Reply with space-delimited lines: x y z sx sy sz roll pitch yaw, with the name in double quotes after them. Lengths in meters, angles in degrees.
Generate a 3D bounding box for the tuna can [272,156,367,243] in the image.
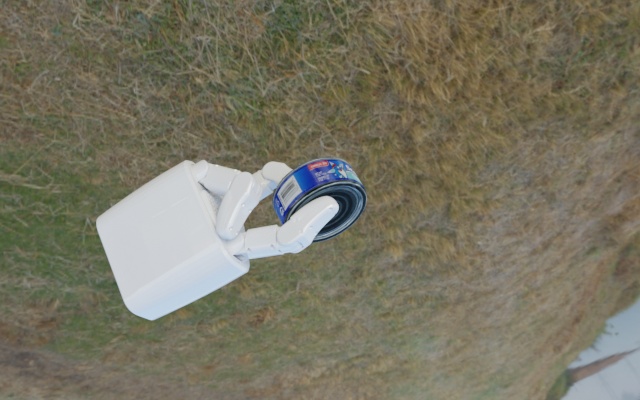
0.000 0.002 0.452 0.086 0.033 0.086 -18 -38 -14 "tuna can"
